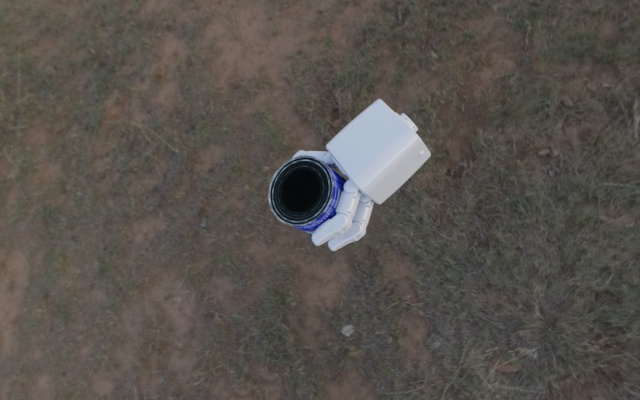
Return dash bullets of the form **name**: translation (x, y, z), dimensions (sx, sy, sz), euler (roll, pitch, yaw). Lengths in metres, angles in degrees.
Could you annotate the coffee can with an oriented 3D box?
- **coffee can**: translation (0.000, 0.002, 0.721), dimensions (0.103, 0.102, 0.140), euler (0, -14, 26)
